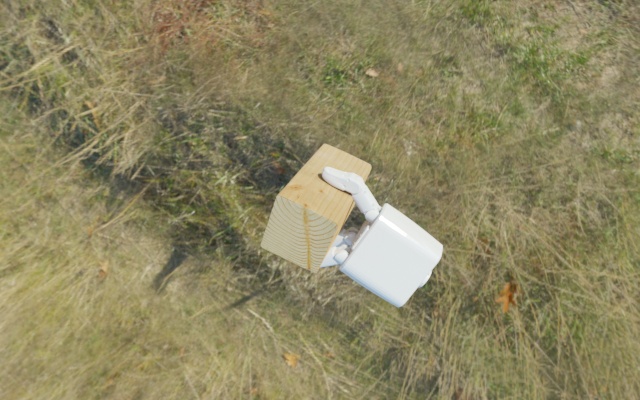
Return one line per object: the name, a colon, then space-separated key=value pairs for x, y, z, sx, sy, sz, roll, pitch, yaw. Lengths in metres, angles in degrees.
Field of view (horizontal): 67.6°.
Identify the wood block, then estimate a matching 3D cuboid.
wood block: x=0.001 y=0.002 z=0.717 sx=0.090 sy=0.091 sz=0.206 roll=26 pitch=31 yaw=5
